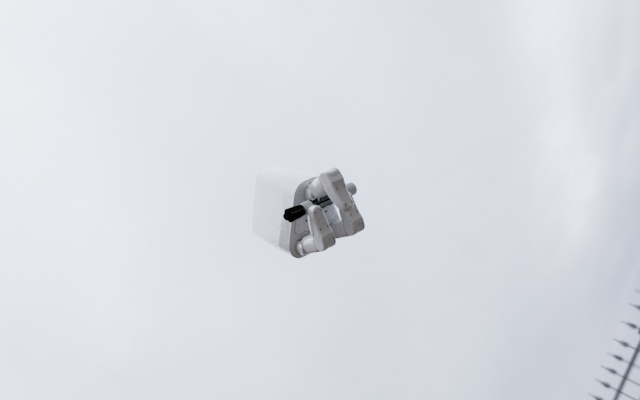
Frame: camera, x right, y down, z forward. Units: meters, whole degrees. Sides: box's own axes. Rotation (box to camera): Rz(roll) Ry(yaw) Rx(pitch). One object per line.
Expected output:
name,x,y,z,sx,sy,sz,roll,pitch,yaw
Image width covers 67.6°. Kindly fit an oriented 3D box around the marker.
marker,0.000,0.002,0.642,0.121,0.020,0.020,-23,14,-35
